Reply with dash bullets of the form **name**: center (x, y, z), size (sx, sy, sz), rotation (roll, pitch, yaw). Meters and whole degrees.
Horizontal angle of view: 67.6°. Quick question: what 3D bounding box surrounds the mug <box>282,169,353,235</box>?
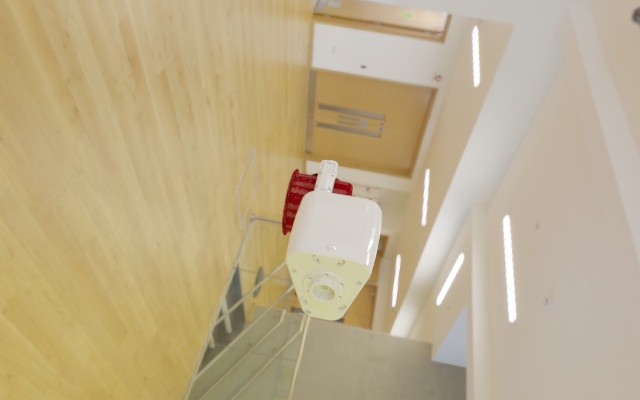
- **mug**: center (0.001, 0.001, 0.662), size (0.081, 0.093, 0.117), rotation (11, 38, 5)
